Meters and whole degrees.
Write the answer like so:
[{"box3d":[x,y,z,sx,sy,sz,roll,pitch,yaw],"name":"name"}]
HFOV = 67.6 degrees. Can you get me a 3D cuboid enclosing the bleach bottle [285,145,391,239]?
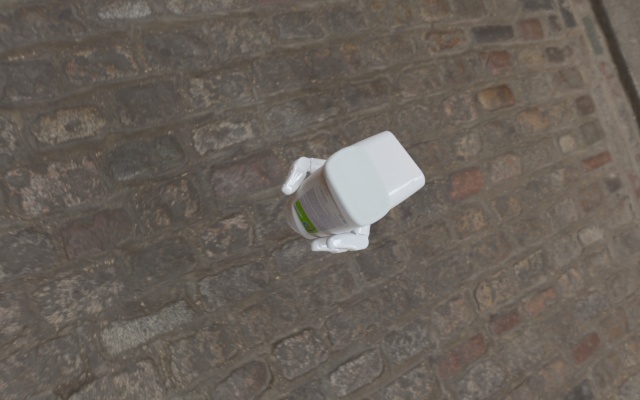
[{"box3d":[0.000,0.002,0.694,0.068,0.102,0.251,-29,3,-25],"name":"bleach bottle"}]
